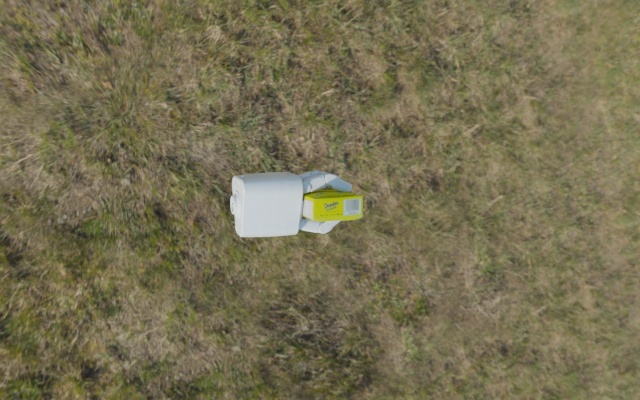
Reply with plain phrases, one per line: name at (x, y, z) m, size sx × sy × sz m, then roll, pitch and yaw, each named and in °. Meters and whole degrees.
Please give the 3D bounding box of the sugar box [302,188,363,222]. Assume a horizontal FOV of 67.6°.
sugar box at (0.000, 0.002, 0.884) m, size 0.093 × 0.048 × 0.176 m, roll -3°, pitch 10°, yaw -22°
